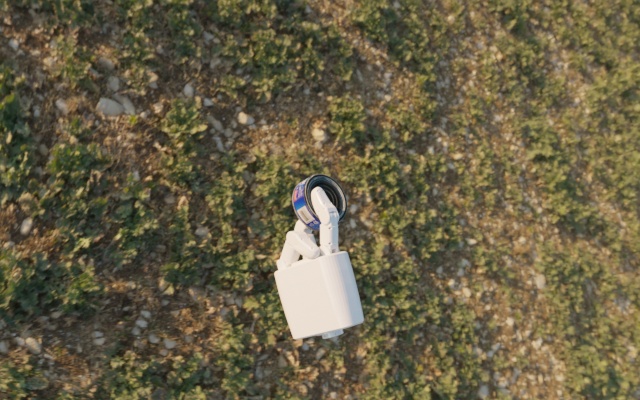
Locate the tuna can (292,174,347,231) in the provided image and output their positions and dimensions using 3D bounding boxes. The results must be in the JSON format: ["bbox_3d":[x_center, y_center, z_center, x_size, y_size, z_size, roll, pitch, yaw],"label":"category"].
[{"bbox_3d":[0.000,0.002,0.743,0.086,0.086,0.034,0,-21,-40],"label":"tuna can"}]
